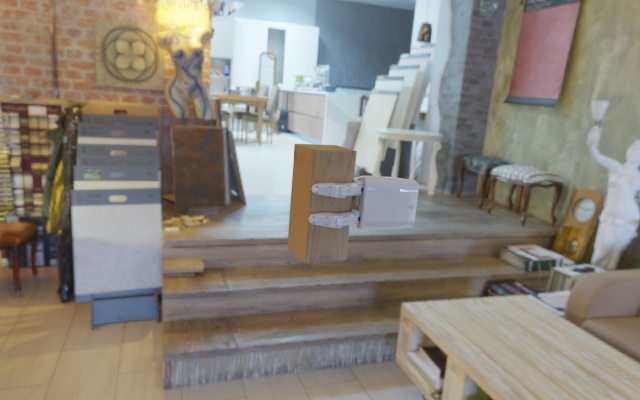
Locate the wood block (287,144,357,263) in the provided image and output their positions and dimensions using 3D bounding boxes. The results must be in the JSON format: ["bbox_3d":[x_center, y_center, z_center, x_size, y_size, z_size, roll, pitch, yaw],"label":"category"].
[{"bbox_3d":[0.000,0.003,0.894,0.090,0.206,0.091,-1,14,-25],"label":"wood block"}]
